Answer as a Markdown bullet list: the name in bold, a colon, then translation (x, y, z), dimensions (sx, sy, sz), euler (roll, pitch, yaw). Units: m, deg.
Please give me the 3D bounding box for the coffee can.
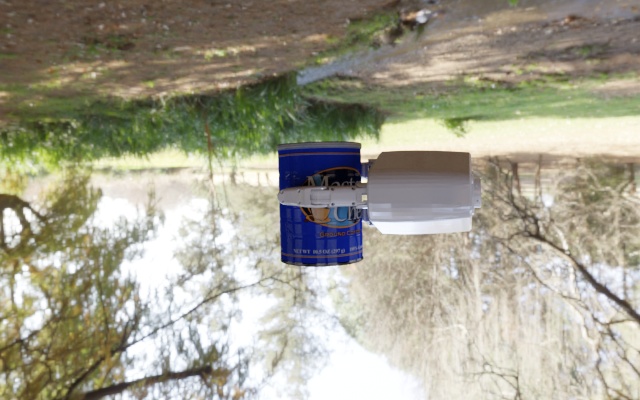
- **coffee can**: translation (0.000, 0.002, 0.580), dimensions (0.103, 0.140, 0.103), euler (-1, 3, 0)
